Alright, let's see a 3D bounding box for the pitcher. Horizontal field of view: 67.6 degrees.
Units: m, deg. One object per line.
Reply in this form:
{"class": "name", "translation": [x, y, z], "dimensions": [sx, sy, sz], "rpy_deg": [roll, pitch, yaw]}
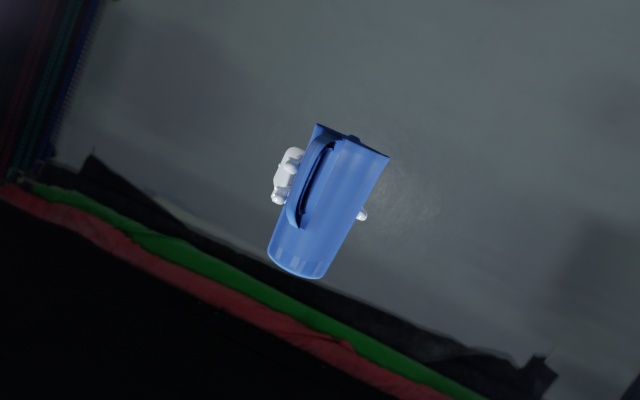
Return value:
{"class": "pitcher", "translation": [0.000, 0.003, 0.789], "dimensions": [0.149, 0.243, 0.145], "rpy_deg": [22, 10, -19]}
